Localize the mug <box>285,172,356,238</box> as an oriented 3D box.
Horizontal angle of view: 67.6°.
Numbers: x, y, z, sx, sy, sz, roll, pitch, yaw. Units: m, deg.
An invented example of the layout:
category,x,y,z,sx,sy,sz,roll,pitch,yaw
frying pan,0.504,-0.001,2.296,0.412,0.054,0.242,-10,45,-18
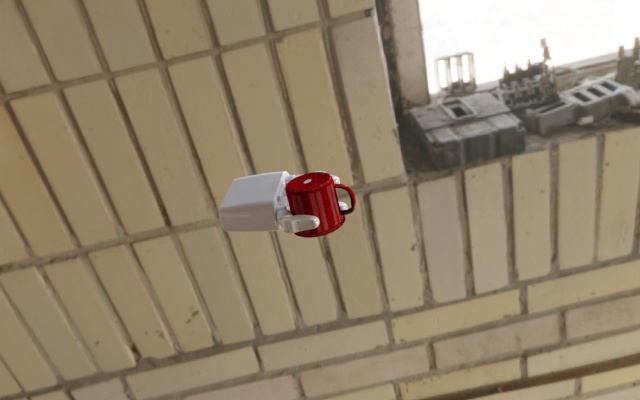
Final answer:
category,x,y,z,sx,sy,sz,roll,pitch,yaw
mug,0.001,0.002,0.791,0.117,0.081,0.093,-6,25,16
